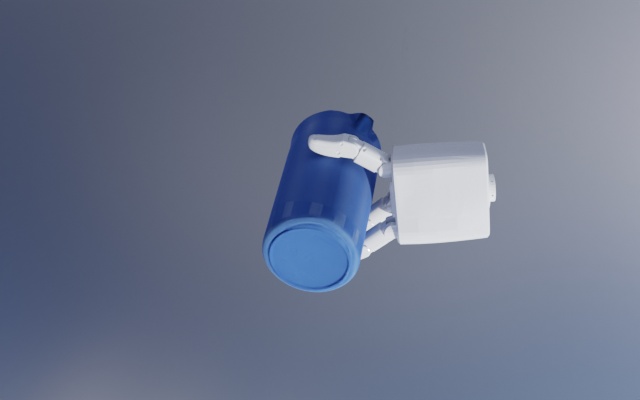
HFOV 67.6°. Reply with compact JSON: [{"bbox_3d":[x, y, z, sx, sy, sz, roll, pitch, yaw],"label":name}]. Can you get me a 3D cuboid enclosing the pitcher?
[{"bbox_3d":[0.000,0.002,0.609,0.145,0.149,0.242,-3,34,13],"label":"pitcher"}]
